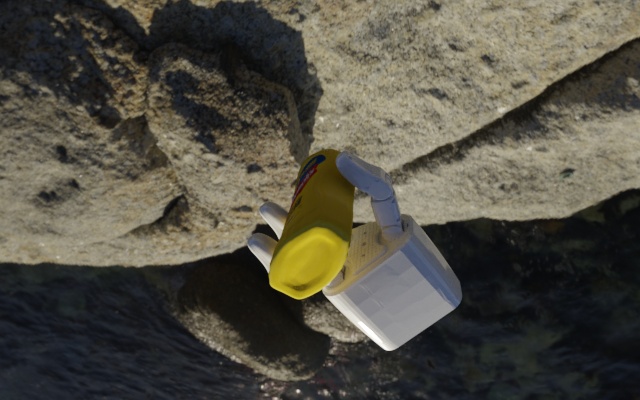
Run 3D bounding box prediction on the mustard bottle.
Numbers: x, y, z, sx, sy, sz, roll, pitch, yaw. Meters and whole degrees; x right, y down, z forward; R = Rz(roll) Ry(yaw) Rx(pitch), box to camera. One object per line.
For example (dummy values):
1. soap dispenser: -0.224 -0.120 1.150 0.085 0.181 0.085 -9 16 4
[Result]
1. mustard bottle: 0.000 0.002 0.483 0.058 0.096 0.191 27 34 -10
